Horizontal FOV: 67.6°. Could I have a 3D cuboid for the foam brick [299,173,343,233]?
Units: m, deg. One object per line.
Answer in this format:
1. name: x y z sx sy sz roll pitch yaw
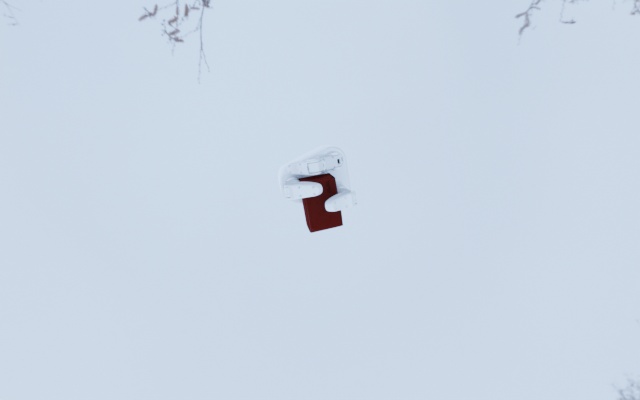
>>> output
1. foam brick: 0.000 0.003 0.731 0.053 0.078 0.051 -10 11 -7
